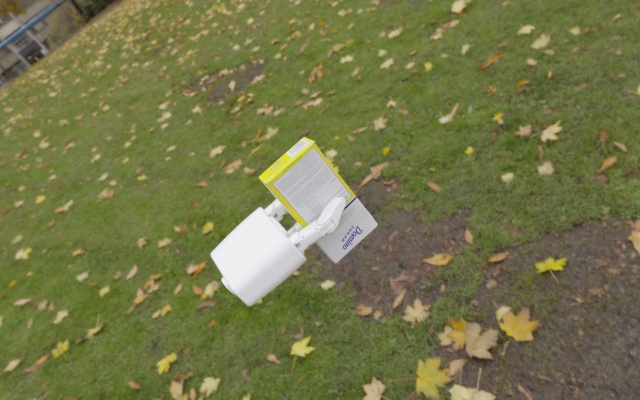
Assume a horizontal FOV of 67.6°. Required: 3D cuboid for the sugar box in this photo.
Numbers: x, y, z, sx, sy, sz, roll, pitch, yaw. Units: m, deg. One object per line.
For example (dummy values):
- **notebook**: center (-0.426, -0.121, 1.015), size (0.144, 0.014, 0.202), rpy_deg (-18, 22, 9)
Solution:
- **sugar box**: center (0.000, 0.002, 0.716), size (0.093, 0.176, 0.048), rpy_deg (-41, 28, -5)
